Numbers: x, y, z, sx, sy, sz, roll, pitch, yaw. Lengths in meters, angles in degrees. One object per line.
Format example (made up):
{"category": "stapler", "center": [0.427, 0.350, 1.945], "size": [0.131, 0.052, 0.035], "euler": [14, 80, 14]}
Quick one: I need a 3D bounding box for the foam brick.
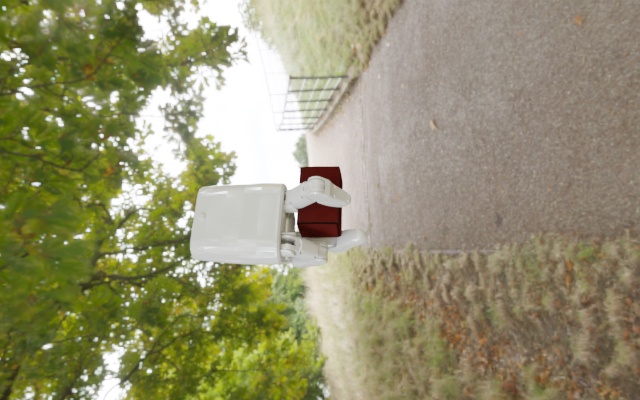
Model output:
{"category": "foam brick", "center": [0.000, 0.002, 0.596], "size": [0.051, 0.078, 0.053], "euler": [0, -24, 7]}
